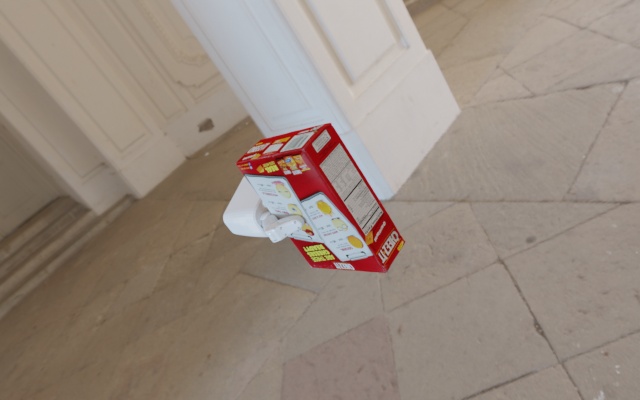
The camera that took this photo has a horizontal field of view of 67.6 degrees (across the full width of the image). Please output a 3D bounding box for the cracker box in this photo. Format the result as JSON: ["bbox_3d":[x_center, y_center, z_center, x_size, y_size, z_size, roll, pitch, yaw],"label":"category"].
[{"bbox_3d":[0.000,0.002,0.683,0.164,0.214,0.072,-5,37,50],"label":"cracker box"}]
